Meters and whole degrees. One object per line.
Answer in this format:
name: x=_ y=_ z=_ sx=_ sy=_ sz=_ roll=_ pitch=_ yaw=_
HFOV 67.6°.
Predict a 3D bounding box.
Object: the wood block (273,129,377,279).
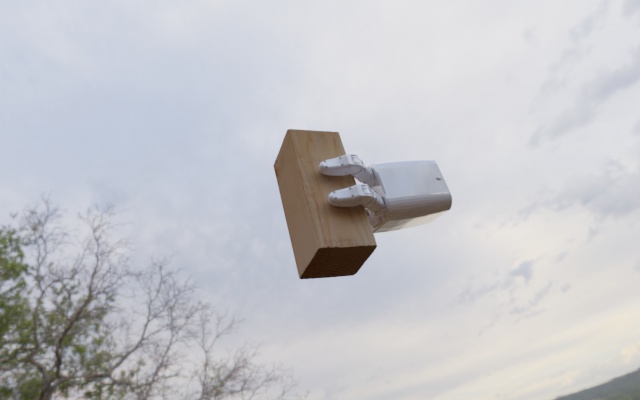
wood block: x=0.000 y=0.002 z=0.708 sx=0.090 sy=0.206 sz=0.091 roll=-1 pitch=-36 yaw=-23
